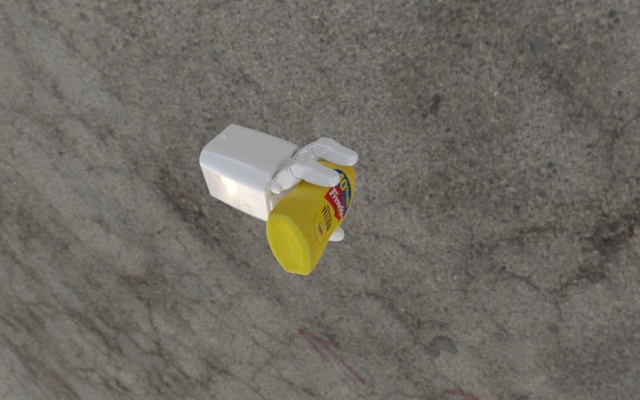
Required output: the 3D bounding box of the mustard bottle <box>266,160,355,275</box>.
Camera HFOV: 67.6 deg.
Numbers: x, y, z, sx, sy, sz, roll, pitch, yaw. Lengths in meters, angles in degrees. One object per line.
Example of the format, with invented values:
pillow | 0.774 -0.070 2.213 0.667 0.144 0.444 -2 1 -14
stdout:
mustard bottle | 0.000 0.002 0.635 0.058 0.096 0.191 2 36 29
